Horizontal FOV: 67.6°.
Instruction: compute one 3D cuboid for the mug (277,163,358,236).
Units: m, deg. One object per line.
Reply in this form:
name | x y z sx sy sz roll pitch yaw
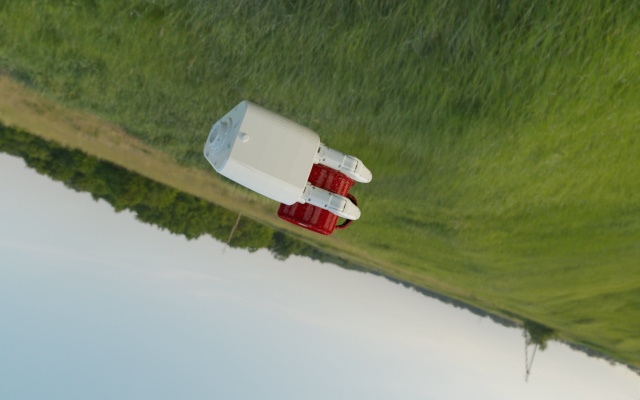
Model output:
mug | 0.001 0.003 0.665 0.117 0.081 0.093 24 -8 -29
